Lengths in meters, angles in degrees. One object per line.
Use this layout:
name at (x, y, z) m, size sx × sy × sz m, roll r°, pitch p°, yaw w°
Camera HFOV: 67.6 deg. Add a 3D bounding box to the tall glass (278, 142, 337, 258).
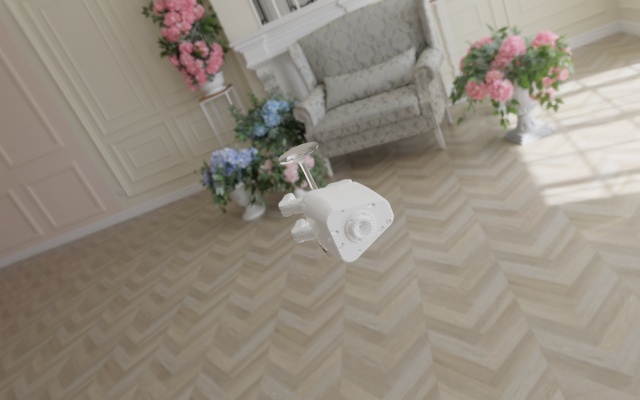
tall glass at (0.000, 0.002, 0.843) m, size 0.079 × 0.201 × 0.079 m, roll -21°, pitch 22°, yaw 9°
